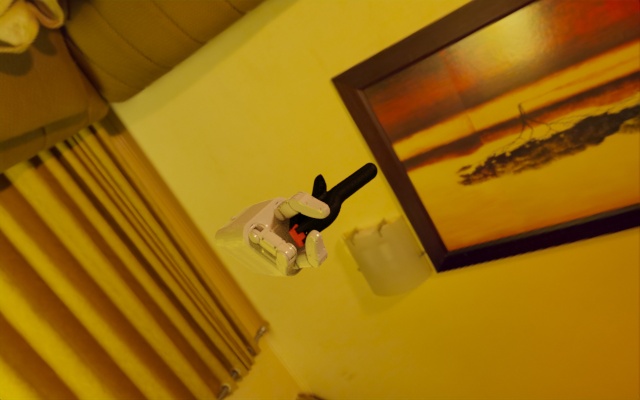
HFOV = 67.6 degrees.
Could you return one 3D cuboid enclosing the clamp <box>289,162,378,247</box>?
[{"bbox_3d":[0.000,0.003,0.715,0.171,0.039,0.120,-44,19,-33],"label":"clamp"}]
